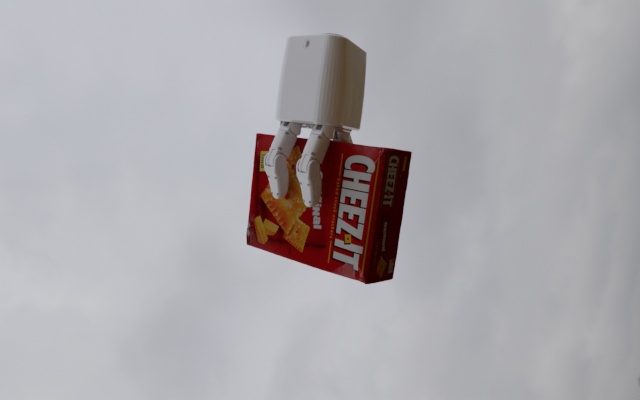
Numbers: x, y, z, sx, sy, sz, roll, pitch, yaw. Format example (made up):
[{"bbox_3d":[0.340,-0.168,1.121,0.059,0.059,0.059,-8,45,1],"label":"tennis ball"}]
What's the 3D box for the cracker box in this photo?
[{"bbox_3d":[0.000,0.002,0.631,0.213,0.164,0.072,12,9,38],"label":"cracker box"}]
